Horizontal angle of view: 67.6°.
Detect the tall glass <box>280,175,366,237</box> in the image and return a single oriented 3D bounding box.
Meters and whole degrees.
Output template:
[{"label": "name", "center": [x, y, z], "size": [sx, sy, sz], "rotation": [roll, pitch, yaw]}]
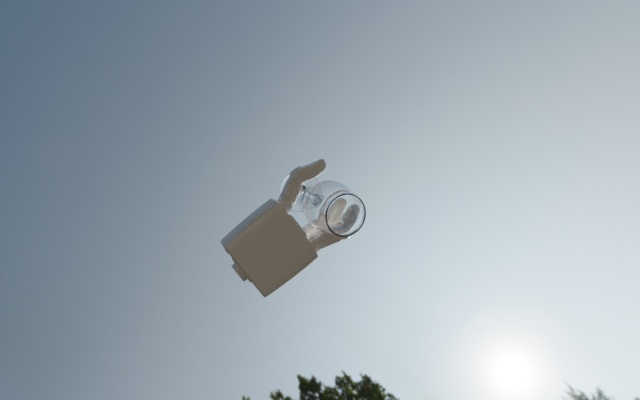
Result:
[{"label": "tall glass", "center": [0.000, 0.002, 0.750], "size": [0.079, 0.079, 0.201], "rotation": [0, 10, -22]}]
